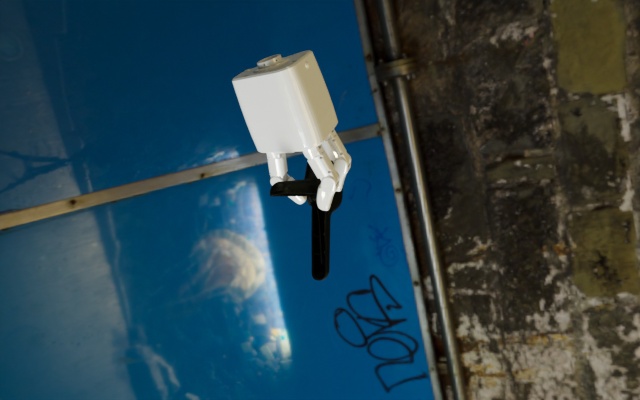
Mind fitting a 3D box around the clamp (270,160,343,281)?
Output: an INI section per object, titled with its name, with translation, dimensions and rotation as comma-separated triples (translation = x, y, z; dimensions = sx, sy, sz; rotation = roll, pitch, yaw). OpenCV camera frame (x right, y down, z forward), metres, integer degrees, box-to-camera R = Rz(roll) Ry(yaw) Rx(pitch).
[clamp]
translation = -0.001, 0.002, 0.708
dimensions = 0.036, 0.165, 0.210
rotation = -7, 28, 25
